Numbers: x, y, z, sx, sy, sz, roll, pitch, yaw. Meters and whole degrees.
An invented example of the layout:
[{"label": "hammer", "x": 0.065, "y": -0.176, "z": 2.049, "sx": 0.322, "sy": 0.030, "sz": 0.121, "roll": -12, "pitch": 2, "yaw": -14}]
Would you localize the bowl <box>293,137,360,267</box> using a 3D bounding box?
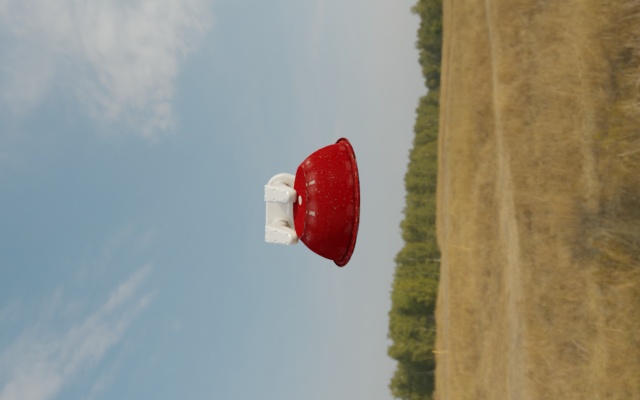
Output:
[{"label": "bowl", "x": 0.000, "y": 0.002, "z": 0.590, "sx": 0.055, "sy": 0.162, "sz": 0.162, "roll": 1, "pitch": 0, "yaw": -13}]
